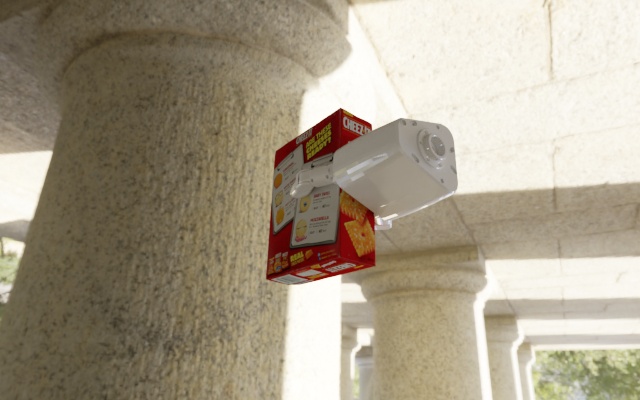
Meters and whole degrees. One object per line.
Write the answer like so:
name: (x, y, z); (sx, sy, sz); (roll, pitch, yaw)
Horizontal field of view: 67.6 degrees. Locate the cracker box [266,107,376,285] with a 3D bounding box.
cracker box: (0.000, 0.002, 0.681); (0.072, 0.213, 0.164); (19, -29, -34)
